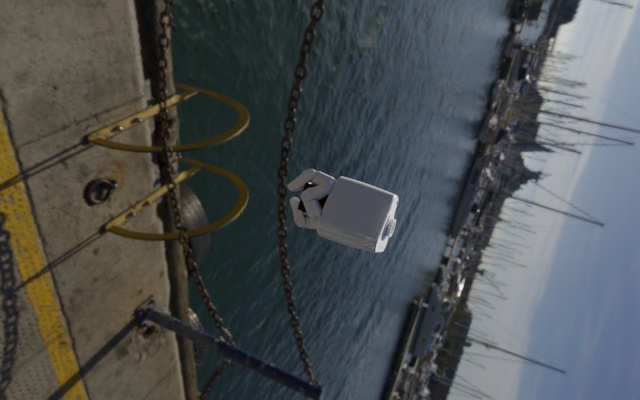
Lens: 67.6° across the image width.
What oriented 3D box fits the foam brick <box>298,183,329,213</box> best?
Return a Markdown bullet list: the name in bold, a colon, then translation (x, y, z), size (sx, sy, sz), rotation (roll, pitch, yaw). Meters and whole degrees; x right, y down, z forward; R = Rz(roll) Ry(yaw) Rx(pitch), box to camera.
- **foam brick**: translation (0.000, 0.003, 0.878), size (0.051, 0.053, 0.078), rotation (18, 1, 19)
